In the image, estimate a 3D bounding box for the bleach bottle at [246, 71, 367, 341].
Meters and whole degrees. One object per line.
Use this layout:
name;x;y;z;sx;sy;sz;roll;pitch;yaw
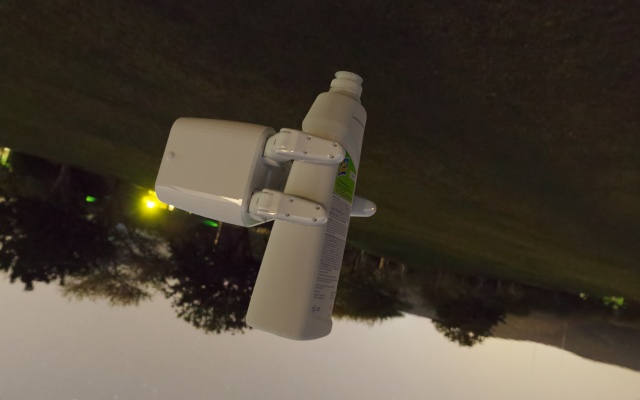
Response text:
bleach bottle;0.000;0.002;0.462;0.068;0.251;0.102;12;-7;19
